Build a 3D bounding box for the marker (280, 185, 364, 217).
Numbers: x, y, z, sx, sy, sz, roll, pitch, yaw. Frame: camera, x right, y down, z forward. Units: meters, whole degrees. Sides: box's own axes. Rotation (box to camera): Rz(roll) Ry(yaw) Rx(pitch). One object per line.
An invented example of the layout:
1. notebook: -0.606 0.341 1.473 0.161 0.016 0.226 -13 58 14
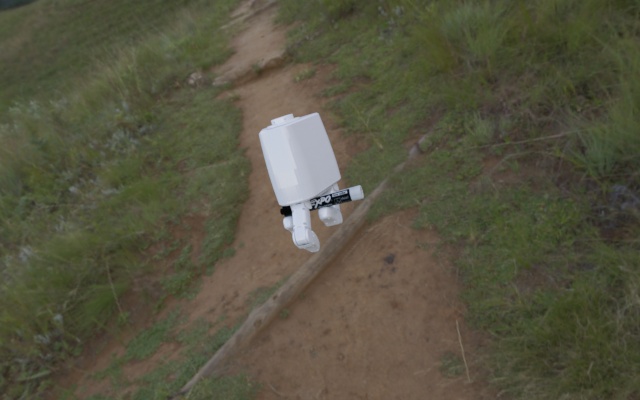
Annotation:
1. marker: 0.000 0.002 0.670 0.121 0.020 0.020 -14 -4 15
